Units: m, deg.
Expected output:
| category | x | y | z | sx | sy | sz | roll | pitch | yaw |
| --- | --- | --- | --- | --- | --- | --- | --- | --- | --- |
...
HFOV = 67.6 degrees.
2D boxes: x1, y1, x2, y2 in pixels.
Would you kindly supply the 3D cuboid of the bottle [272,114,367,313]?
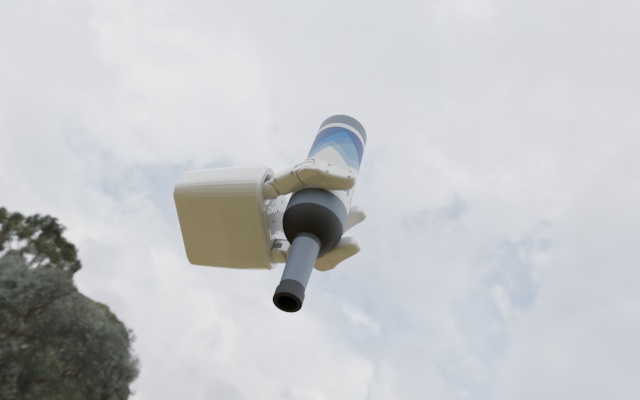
| category | x | y | z | sx | sy | sz | roll | pitch | yaw |
| --- | --- | --- | --- | --- | --- | --- | --- | --- | --- |
| bottle | 0.000 | 0.002 | 0.533 | 0.069 | 0.069 | 0.295 | 0 | 37 | 15 |
